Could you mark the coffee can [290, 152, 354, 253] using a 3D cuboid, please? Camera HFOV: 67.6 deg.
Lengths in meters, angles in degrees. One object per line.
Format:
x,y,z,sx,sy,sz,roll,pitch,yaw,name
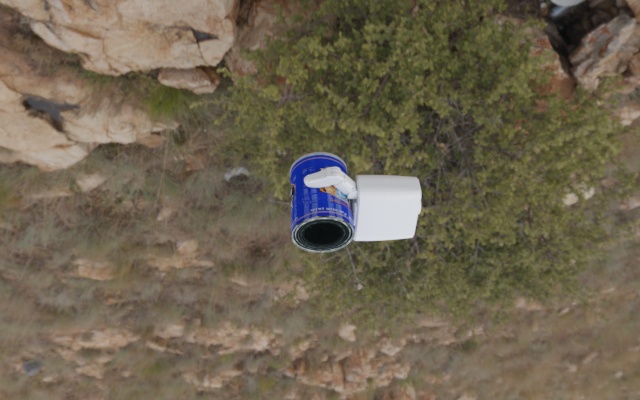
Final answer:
0.000,0.003,0.813,0.103,0.140,0.103,-2,-38,-2,coffee can
